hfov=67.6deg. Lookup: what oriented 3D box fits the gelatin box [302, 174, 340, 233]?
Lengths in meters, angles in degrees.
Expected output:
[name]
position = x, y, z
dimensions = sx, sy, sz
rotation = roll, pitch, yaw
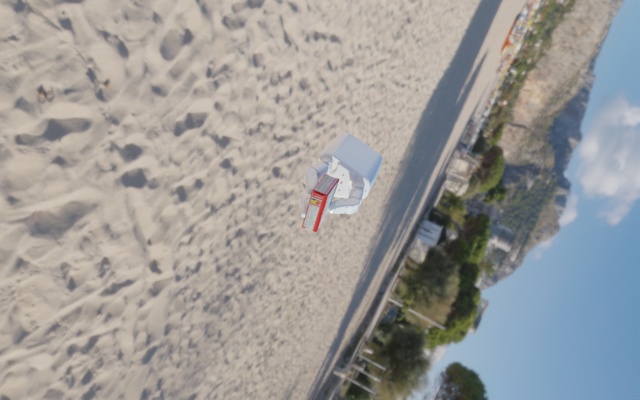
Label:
[gelatin box]
position = 0.000, 0.003, 0.825
dimensions = 0.030, 0.073, 0.089
rotation = 21, 26, 7
